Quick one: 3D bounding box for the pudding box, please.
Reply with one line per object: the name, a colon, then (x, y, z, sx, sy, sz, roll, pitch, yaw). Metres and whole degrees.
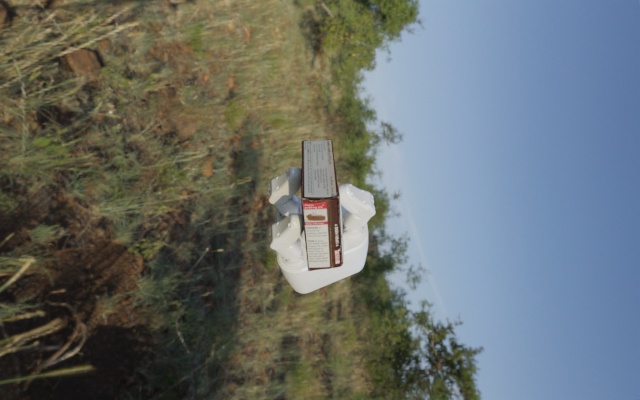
pudding box: (0.000, 0.002, 0.493, 0.039, 0.090, 0.113, -6, 35, -1)
